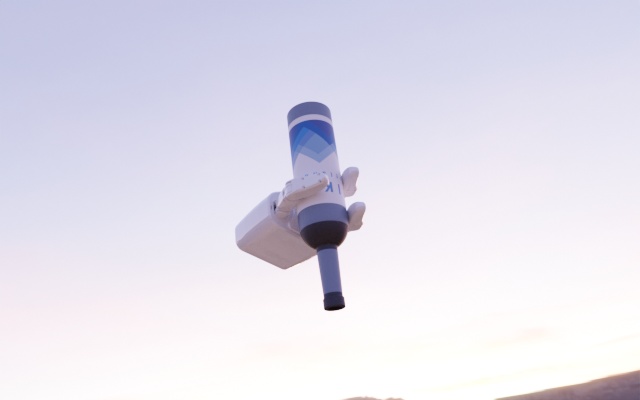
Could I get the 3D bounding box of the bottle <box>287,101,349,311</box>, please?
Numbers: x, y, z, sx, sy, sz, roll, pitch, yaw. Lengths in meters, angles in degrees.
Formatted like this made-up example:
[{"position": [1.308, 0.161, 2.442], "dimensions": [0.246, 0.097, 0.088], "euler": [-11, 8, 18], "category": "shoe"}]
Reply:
[{"position": [0.000, 0.002, 0.649], "dimensions": [0.069, 0.295, 0.069], "euler": [-6, -27, -3], "category": "bottle"}]
